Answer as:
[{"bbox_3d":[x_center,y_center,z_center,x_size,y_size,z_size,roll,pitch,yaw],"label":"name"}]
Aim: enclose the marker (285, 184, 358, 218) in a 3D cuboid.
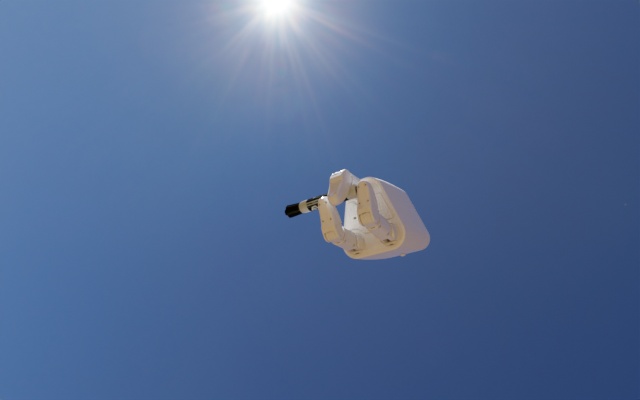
[{"bbox_3d":[0.000,0.002,0.659,0.121,0.020,0.020,-18,-9,31],"label":"marker"}]
